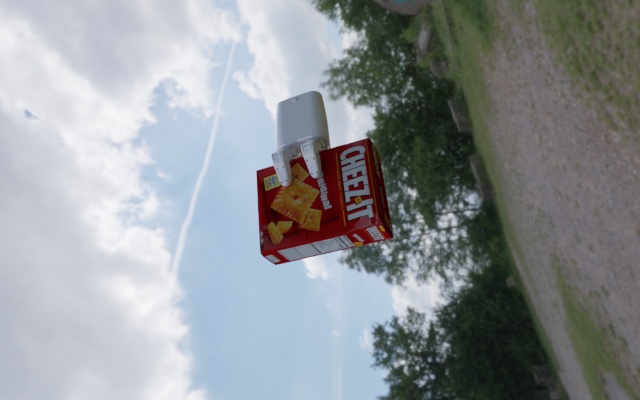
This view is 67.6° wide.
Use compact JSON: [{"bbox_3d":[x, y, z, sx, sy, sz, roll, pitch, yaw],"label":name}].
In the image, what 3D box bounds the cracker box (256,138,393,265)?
[{"bbox_3d":[0.000,0.003,0.804,0.214,0.164,0.072,-15,-29,17],"label":"cracker box"}]
